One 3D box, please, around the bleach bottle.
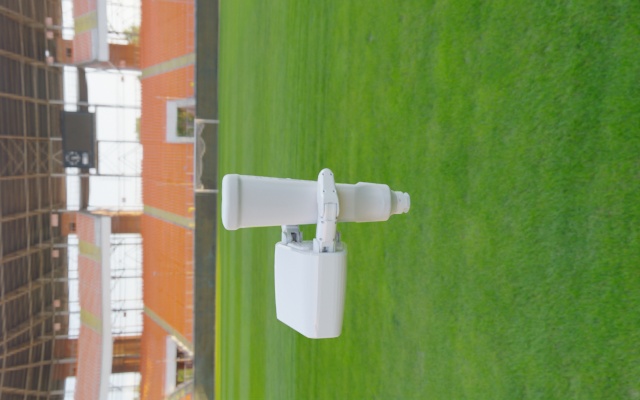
[{"bbox_3d":[0.000,0.002,0.628,0.251,0.068,0.102,1,4,-14],"label":"bleach bottle"}]
